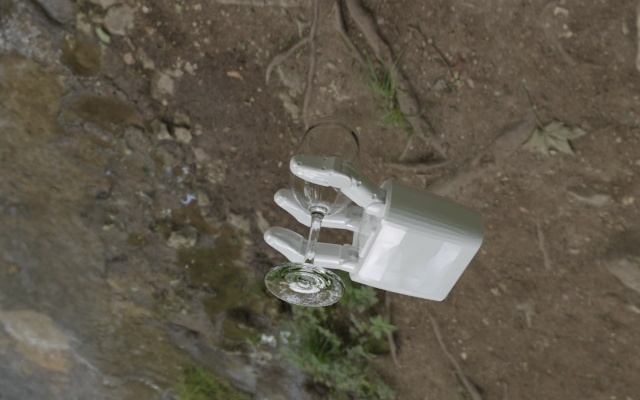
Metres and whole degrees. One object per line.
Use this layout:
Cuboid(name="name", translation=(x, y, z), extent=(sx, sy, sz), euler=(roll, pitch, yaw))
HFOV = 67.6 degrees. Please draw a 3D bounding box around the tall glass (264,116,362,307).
Cuboid(name="tall glass", translation=(0.000, 0.002, 0.490), extent=(0.079, 0.201, 0.079), euler=(6, -39, 5))
